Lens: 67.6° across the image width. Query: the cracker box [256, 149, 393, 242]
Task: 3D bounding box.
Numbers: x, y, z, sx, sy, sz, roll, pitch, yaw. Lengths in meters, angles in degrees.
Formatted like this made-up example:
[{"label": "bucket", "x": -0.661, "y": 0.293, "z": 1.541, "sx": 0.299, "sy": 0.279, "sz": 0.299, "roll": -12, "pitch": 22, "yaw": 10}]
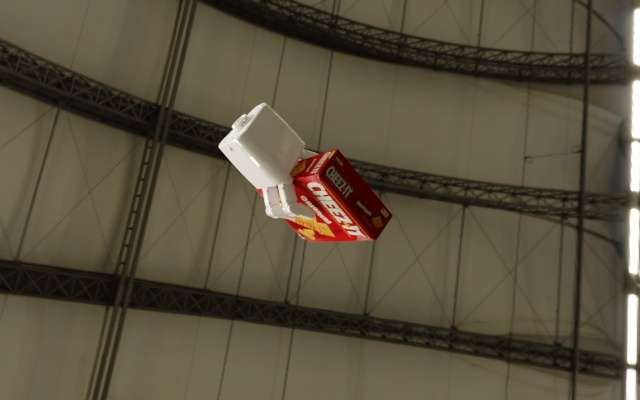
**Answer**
[{"label": "cracker box", "x": 0.000, "y": 0.003, "z": 0.882, "sx": 0.164, "sy": 0.072, "sz": 0.214, "roll": 48, "pitch": -29, "yaw": -22}]
